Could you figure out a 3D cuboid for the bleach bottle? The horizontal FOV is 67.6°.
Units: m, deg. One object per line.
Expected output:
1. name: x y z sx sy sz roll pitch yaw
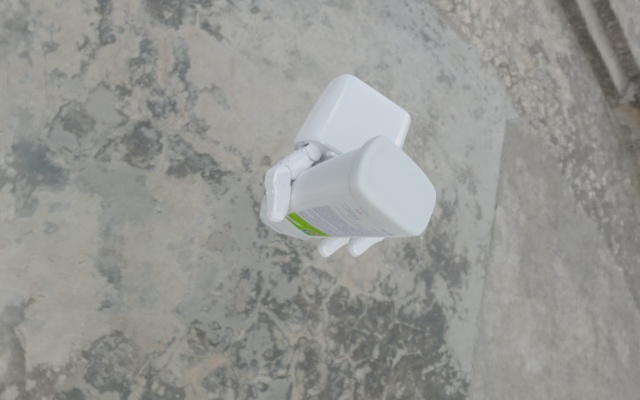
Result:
1. bleach bottle: 0.000 0.002 0.532 0.102 0.068 0.251 39 -27 -26
